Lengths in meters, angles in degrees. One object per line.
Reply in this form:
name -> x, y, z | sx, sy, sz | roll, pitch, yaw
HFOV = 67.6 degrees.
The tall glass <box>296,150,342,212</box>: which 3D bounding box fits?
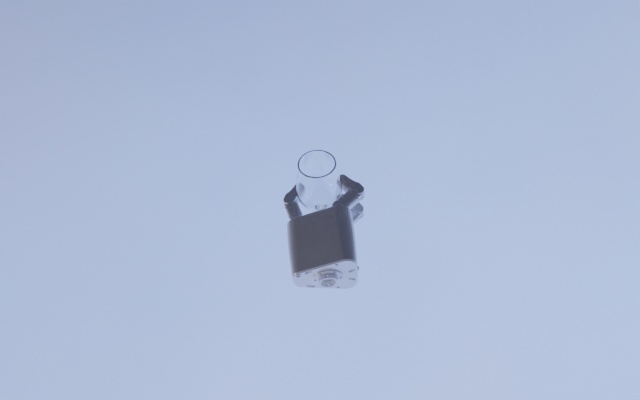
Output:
tall glass -> 0.000, 0.003, 0.840 | 0.079, 0.079, 0.201 | 0, -39, 5
